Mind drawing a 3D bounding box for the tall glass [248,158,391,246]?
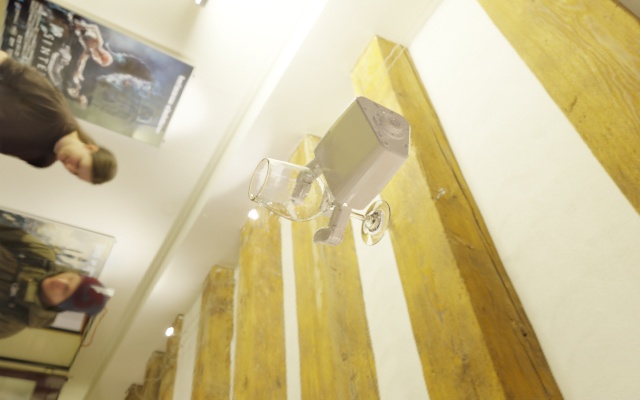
[{"bbox_3d":[0.001,0.003,0.689,0.201,0.079,0.079,20,-9,-25],"label":"tall glass"}]
